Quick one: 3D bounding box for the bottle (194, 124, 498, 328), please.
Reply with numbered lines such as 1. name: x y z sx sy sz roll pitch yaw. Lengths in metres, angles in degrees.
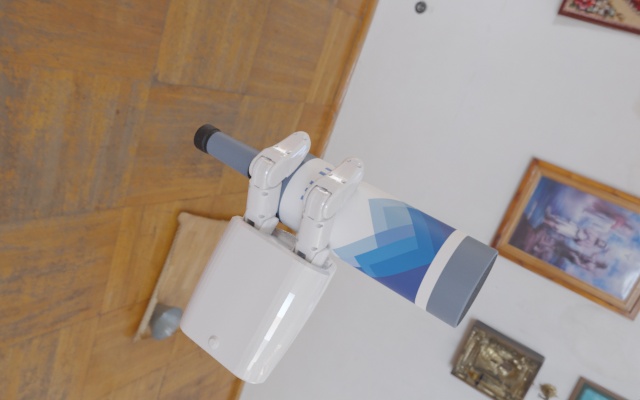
1. bottle: 0.000 0.001 0.417 0.295 0.069 0.069 29 13 24
